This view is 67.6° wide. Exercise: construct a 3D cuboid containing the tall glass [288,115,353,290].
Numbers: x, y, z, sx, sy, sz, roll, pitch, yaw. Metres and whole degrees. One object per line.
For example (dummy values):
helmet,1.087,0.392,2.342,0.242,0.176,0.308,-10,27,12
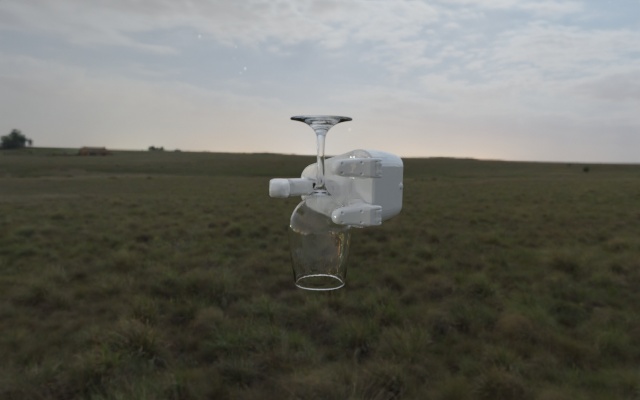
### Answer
tall glass,0.000,0.001,0.573,0.079,0.201,0.079,1,5,0
